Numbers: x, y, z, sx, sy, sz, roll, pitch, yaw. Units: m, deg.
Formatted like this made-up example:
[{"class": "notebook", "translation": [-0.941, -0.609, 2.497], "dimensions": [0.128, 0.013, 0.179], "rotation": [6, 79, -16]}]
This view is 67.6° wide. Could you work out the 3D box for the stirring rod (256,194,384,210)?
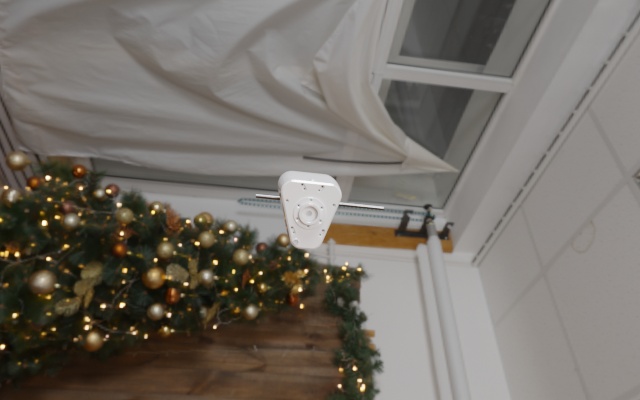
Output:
[{"class": "stirring rod", "translation": [0.000, 0.003, 0.893], "dimensions": [0.239, 0.011, 0.011], "rotation": [6, -1, -6]}]
